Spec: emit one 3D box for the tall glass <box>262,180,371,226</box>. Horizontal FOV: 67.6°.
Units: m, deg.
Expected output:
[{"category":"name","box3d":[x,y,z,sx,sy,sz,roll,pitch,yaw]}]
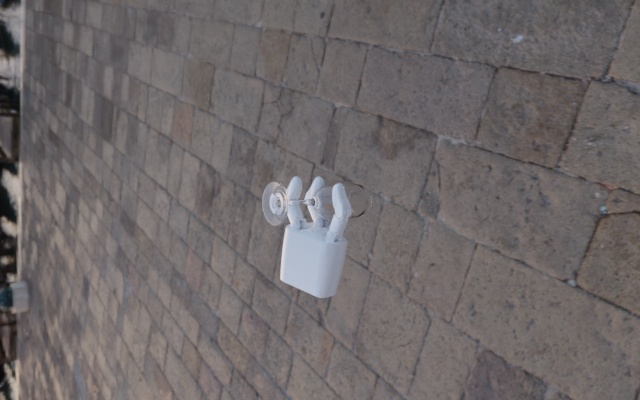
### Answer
[{"category":"tall glass","box3d":[0.000,0.003,0.854,0.201,0.079,0.079,-2,1,-40]}]
